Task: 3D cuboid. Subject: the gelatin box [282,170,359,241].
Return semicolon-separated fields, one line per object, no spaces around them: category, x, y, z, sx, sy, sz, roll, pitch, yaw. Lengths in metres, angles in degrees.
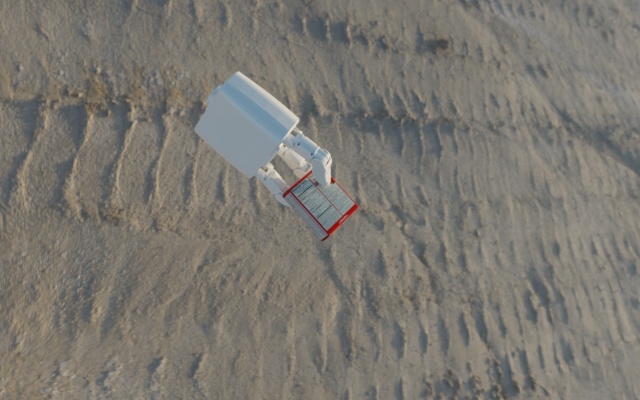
gelatin box;0.001;0.002;0.692;0.073;0.089;0.030;-42;-1;-35
